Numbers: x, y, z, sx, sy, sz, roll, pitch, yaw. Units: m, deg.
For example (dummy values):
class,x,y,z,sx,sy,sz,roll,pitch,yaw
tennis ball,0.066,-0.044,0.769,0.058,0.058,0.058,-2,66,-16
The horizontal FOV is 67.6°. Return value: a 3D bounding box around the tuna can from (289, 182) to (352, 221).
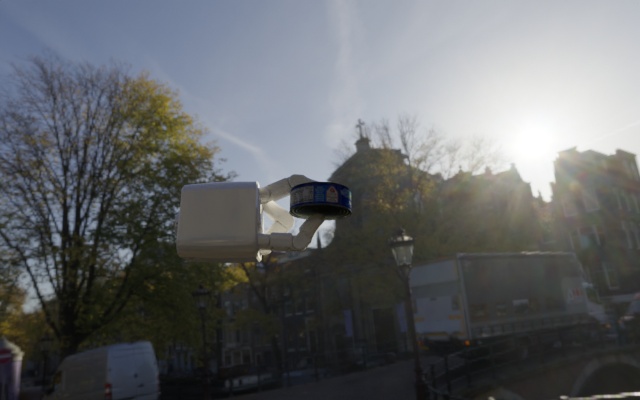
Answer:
class,x,y,z,sx,sy,sz,roll,pitch,yaw
tuna can,0.000,0.002,0.657,0.086,0.033,0.086,1,-16,0
